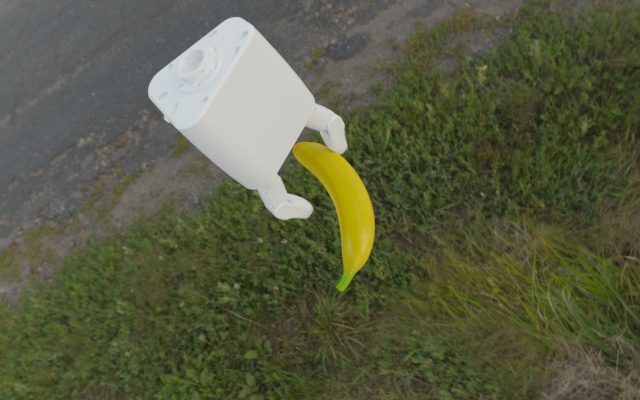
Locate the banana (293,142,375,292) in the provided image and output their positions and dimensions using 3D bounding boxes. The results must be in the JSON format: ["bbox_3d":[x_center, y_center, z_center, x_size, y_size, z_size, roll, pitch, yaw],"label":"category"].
[{"bbox_3d":[0.017,-0.004,0.525,0.069,0.197,0.037,-27,-35,15],"label":"banana"}]
